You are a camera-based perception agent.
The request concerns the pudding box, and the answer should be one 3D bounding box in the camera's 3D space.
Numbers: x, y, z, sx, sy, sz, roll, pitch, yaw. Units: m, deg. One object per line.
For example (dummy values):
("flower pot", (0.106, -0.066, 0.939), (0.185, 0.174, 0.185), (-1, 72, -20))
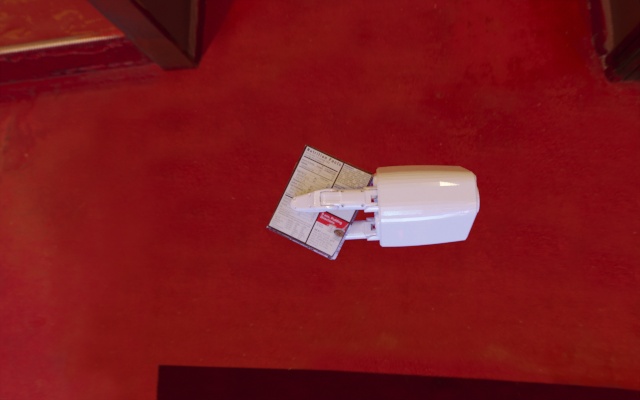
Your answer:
("pudding box", (0.000, 0.002, 0.571), (0.090, 0.113, 0.039), (25, -5, 7))
